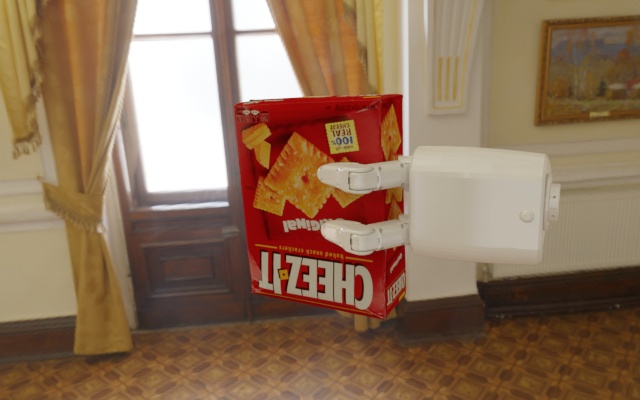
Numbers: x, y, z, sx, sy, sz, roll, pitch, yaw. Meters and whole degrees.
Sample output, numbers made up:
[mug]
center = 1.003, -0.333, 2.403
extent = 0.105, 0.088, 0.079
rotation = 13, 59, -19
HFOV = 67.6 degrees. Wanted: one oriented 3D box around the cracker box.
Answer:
[cracker box]
center = 0.000, 0.001, 0.495
extent = 0.164, 0.214, 0.072
rotation = 5, 17, 28
